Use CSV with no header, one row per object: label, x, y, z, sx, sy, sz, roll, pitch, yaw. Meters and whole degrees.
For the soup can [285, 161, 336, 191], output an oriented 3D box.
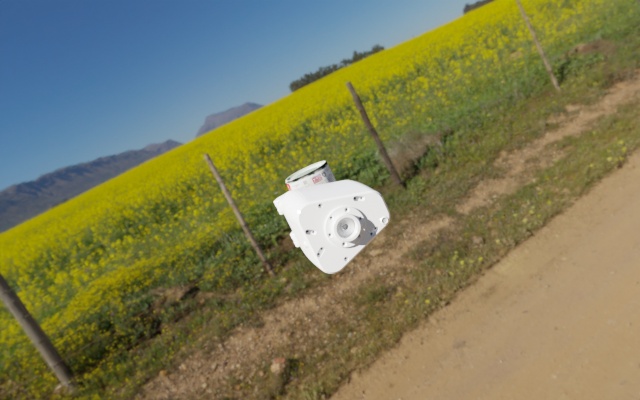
soup can,0.000,0.002,0.692,0.068,0.102,0.068,-25,12,6
